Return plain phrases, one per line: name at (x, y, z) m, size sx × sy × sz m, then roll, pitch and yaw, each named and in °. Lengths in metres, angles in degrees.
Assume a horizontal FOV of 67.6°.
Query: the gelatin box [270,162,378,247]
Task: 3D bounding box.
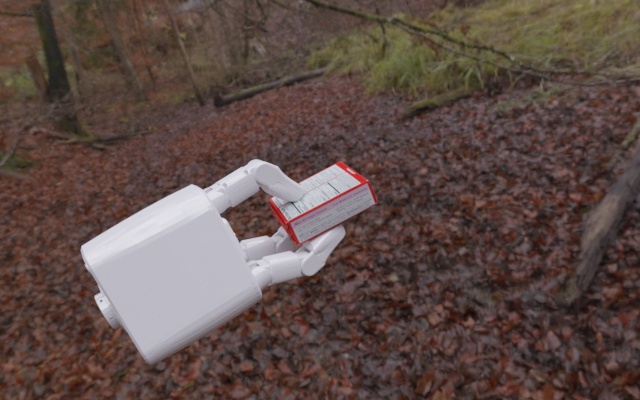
gelatin box at (0.000, 0.001, 0.468) m, size 0.089 × 0.030 × 0.073 m, roll -28°, pitch 25°, yaw -8°
